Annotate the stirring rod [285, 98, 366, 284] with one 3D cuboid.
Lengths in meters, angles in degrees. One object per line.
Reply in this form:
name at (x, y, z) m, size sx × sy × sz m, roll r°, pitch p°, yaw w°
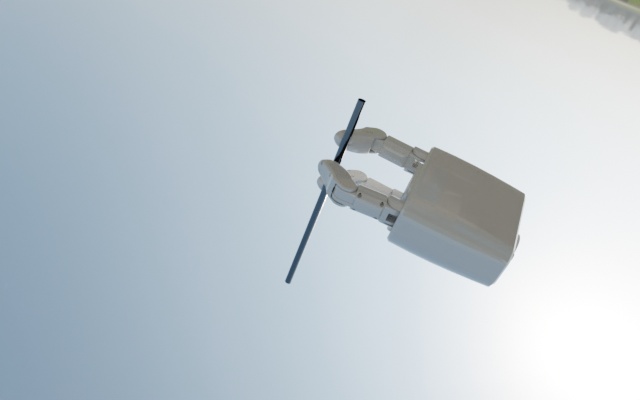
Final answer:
stirring rod at (0.000, 0.002, 0.508) m, size 0.011 × 0.240 × 0.011 m, roll 16°, pitch 32°, yaw -10°
